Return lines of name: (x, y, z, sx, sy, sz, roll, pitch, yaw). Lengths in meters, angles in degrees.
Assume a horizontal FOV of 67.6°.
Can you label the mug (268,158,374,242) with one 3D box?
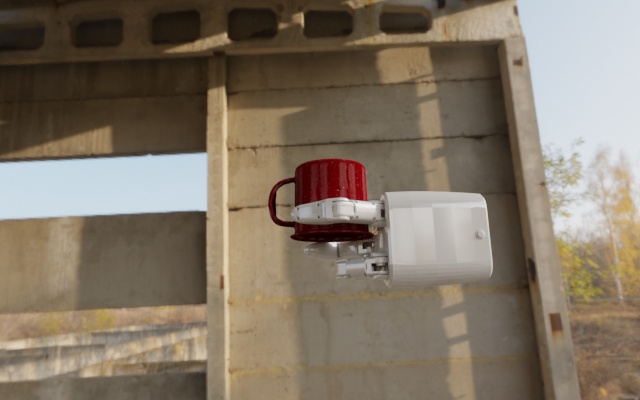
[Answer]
mug: (-0.001, 0.002, 0.536, 0.117, 0.081, 0.093, 0, -11, -4)
